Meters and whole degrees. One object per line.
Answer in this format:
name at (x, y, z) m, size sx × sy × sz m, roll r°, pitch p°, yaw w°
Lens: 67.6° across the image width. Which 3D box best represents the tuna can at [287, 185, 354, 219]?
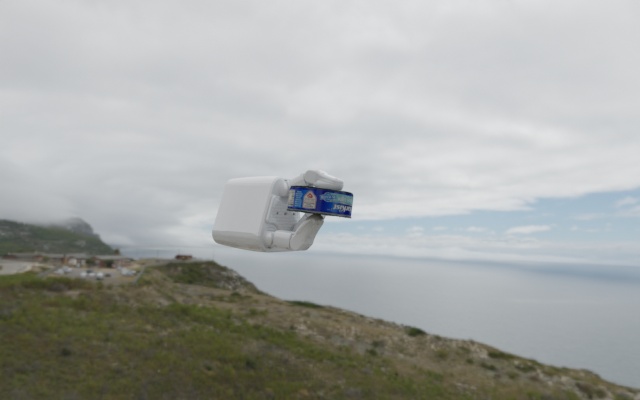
tuna can at (0.000, 0.001, 0.626) m, size 0.086 × 0.034 × 0.086 m, roll 7°, pitch -2°, yaw 0°
